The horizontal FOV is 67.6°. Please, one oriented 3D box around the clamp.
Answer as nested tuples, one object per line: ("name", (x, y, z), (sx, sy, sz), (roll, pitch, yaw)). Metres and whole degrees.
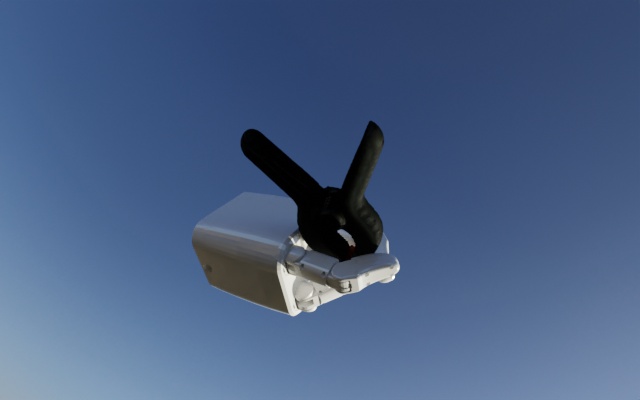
("clamp", (0.000, 0.001, 0.417), (0.120, 0.172, 0.039), (12, 45, 24))
